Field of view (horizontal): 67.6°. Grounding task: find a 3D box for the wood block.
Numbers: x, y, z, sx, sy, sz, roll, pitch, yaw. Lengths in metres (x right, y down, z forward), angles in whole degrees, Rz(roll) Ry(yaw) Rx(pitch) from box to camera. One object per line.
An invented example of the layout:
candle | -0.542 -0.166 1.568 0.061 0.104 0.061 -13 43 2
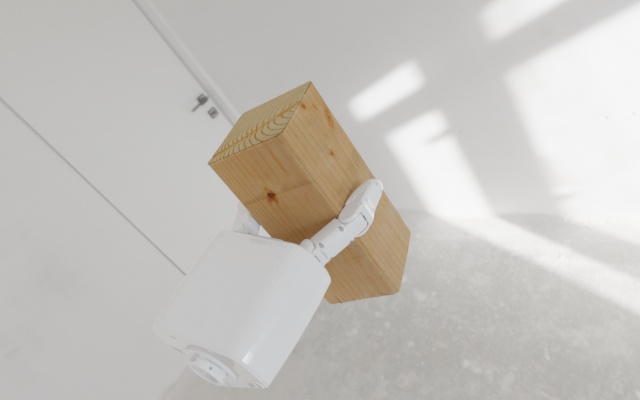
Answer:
wood block | 0.000 0.002 0.479 0.091 0.206 0.090 -17 34 33
